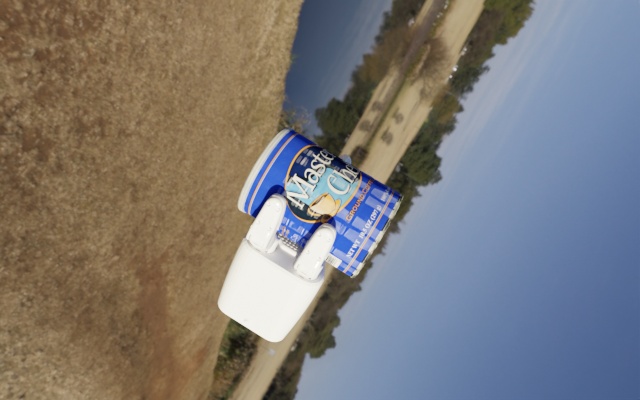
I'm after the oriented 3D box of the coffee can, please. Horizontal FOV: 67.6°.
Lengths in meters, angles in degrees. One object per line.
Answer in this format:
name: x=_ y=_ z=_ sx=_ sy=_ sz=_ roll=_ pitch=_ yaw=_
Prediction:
coffee can: x=0.000 y=0.001 z=0.503 sx=0.140 sy=0.103 sz=0.103 roll=31 pitch=2 yaw=4
